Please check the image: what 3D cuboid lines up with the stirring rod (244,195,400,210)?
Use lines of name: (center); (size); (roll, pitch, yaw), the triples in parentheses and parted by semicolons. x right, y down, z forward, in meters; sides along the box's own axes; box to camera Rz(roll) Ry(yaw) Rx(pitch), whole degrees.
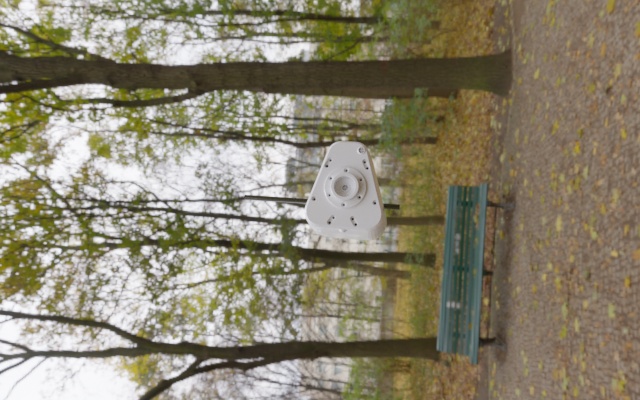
stirring rod: (0.000, 0.002, 0.735); (0.239, 0.011, 0.011); (4, 0, 8)
